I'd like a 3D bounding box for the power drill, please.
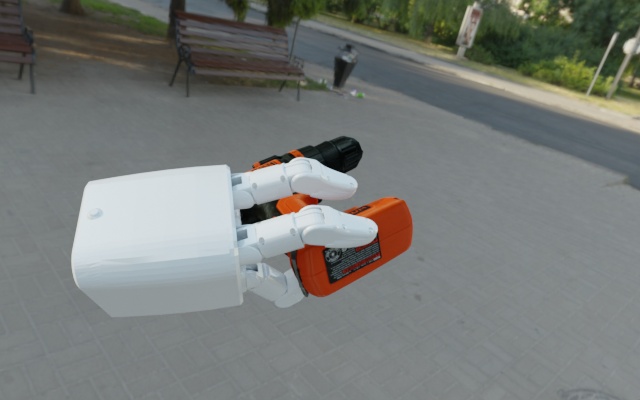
[{"bbox_3d":[0.000,0.002,0.454,0.184,0.057,0.187,-27,31,-20],"label":"power drill"}]
